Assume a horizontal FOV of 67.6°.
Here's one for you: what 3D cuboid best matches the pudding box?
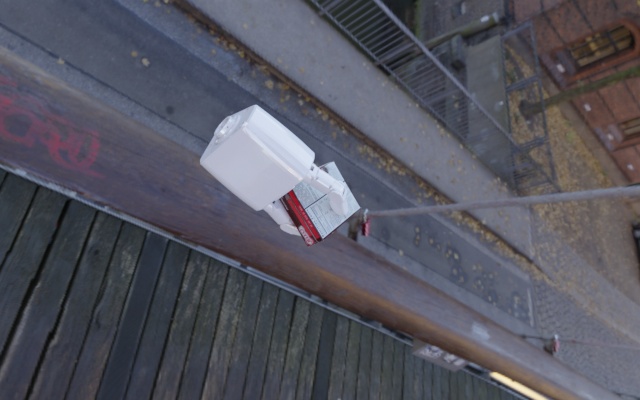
[{"bbox_3d":[0.000,0.002,0.701,0.039,0.090,0.113,-25,7,44],"label":"pudding box"}]
